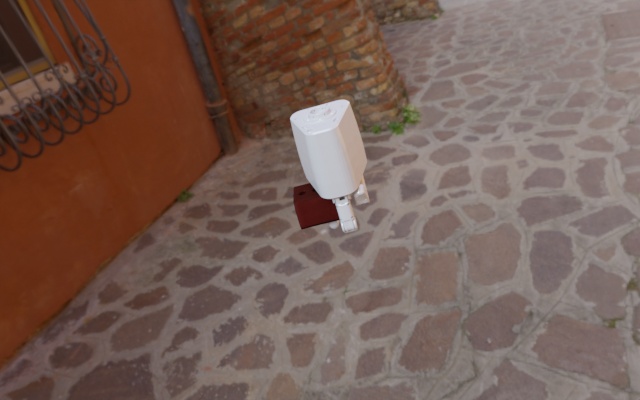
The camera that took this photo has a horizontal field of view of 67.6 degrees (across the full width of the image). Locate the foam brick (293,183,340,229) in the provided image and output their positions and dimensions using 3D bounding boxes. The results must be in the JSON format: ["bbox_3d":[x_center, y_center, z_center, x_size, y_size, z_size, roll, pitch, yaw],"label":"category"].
[{"bbox_3d":[0.000,0.003,0.745,0.078,0.051,0.053,-15,31,6],"label":"foam brick"}]
